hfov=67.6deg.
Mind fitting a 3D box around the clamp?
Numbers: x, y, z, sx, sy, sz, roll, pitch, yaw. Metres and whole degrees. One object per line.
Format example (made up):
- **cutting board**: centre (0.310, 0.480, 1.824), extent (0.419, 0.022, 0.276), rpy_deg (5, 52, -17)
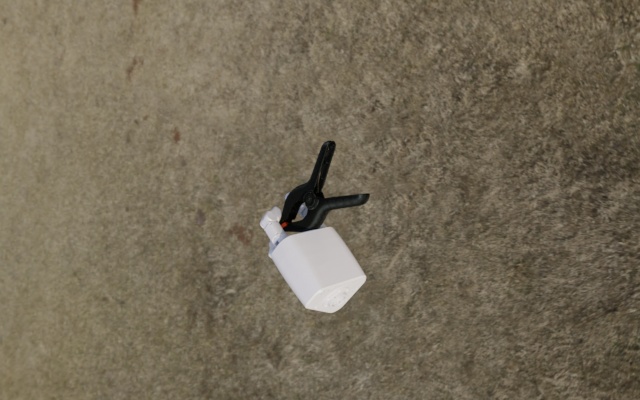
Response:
- **clamp**: centre (0.000, 0.003, 0.767), extent (0.039, 0.171, 0.120), rpy_deg (7, 38, -49)
